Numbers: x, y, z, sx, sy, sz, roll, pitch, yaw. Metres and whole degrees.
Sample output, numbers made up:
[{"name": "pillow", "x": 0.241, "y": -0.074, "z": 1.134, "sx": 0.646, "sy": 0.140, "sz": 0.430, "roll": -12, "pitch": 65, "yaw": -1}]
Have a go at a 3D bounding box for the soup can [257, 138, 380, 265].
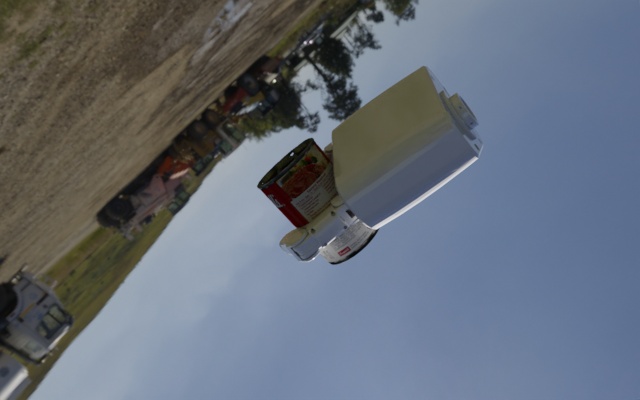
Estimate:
[{"name": "soup can", "x": 0.000, "y": 0.002, "z": 0.446, "sx": 0.068, "sy": 0.102, "sz": 0.068, "roll": -39, "pitch": 14, "yaw": 12}]
